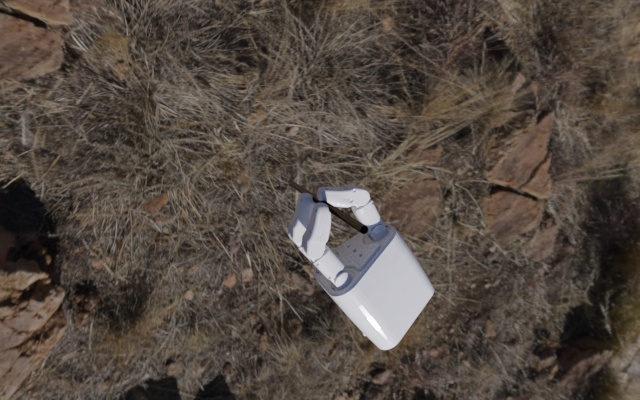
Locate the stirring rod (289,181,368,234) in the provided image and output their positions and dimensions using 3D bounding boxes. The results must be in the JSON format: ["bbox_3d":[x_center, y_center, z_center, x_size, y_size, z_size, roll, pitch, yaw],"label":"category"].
[{"bbox_3d":[0.000,0.002,0.544,0.011,0.011,0.239,0,12,-20],"label":"stirring rod"}]
